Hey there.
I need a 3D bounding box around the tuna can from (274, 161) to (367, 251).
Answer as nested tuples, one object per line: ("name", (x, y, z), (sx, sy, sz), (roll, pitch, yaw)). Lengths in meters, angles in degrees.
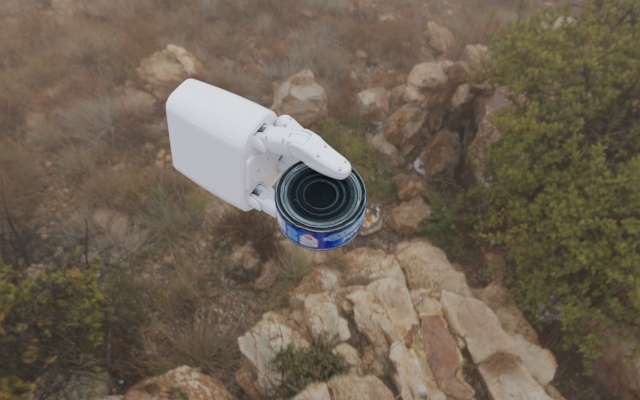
("tuna can", (0.000, 0.001, 0.444), (0.086, 0.086, 0.034), (0, -33, -1))
